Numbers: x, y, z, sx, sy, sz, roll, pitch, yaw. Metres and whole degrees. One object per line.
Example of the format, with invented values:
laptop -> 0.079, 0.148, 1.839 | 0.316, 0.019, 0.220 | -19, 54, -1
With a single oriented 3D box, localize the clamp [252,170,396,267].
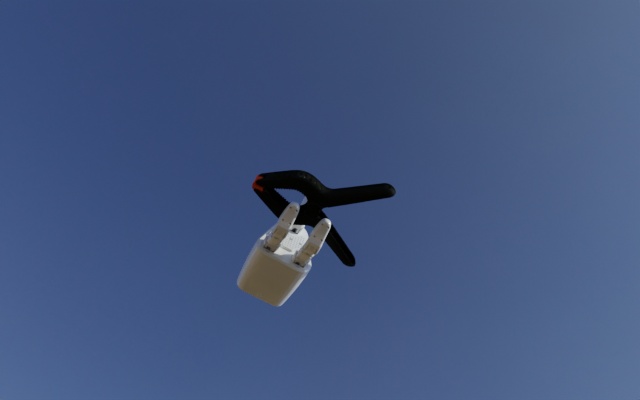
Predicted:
clamp -> 0.000, 0.002, 0.738 | 0.210, 0.165, 0.036 | 28, 31, -7
